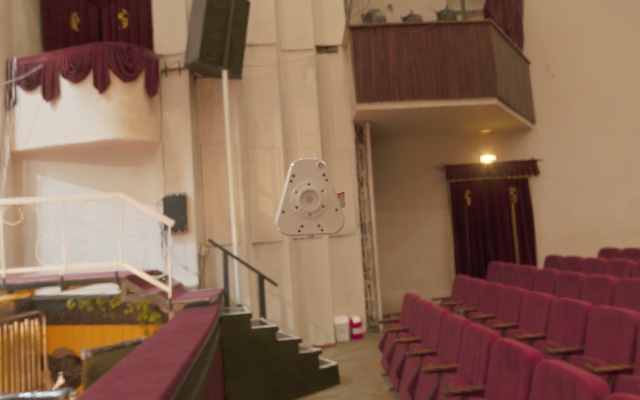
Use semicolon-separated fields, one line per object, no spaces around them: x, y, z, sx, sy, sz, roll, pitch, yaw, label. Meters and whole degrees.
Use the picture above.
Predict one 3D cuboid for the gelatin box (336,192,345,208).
0.000;0.002;0.812;0.073;0.030;0.089;-3;4;11;gelatin box
